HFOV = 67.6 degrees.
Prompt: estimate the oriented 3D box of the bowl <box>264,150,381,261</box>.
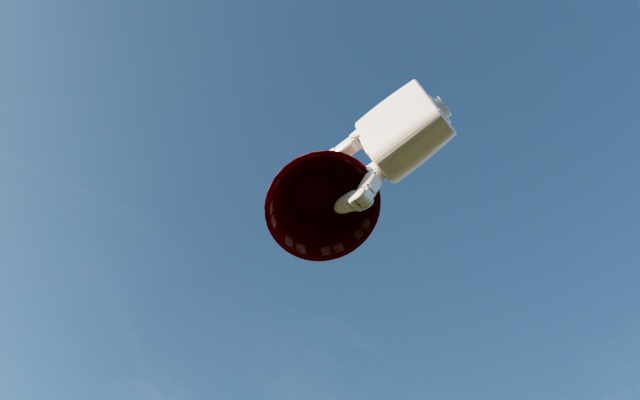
[{"bbox_3d":[-0.001,0.003,0.674,0.162,0.162,0.055,0,19,-11],"label":"bowl"}]
